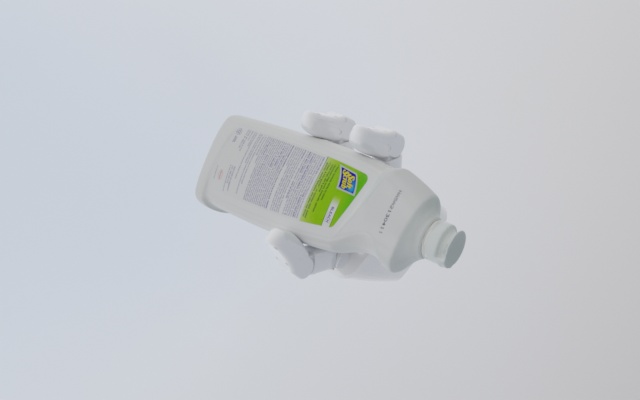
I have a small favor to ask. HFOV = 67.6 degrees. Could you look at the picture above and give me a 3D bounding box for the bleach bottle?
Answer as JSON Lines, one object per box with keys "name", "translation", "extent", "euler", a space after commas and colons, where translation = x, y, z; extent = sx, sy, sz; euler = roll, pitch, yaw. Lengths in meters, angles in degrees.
{"name": "bleach bottle", "translation": [0.000, 0.001, 0.410], "extent": [0.250, 0.102, 0.068], "euler": [24, 4, 37]}
